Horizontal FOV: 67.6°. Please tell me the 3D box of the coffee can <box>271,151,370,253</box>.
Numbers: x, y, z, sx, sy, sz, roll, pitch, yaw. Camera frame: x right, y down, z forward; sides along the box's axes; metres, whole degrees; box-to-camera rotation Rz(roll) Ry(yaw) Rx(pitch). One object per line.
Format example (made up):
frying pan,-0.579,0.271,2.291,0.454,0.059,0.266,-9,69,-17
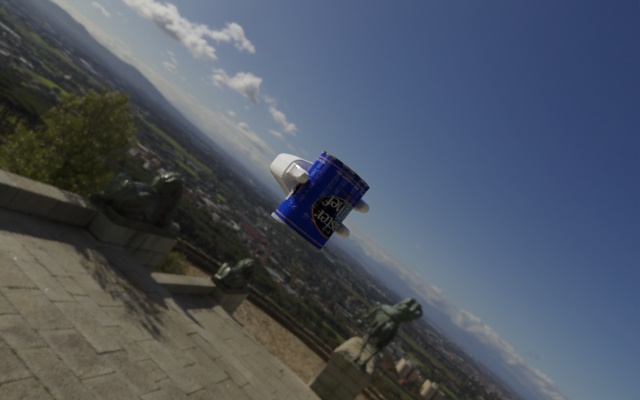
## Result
coffee can,0.000,0.003,0.807,0.103,0.140,0.103,39,-2,2
